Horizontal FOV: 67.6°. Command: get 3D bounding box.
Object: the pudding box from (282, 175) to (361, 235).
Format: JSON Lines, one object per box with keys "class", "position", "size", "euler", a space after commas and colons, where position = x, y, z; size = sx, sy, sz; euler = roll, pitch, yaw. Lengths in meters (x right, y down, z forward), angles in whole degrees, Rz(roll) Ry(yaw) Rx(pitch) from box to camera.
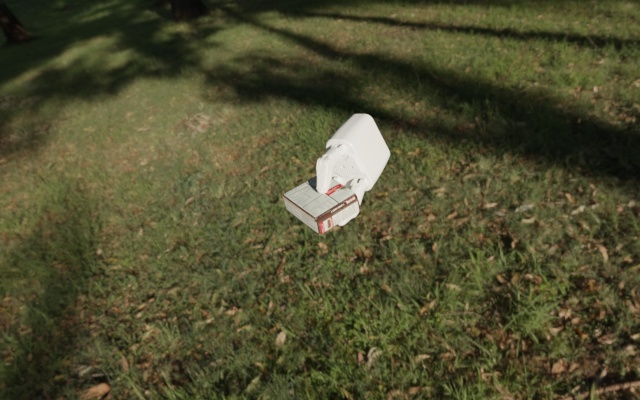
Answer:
{"class": "pudding box", "position": [0.000, 0.003, 0.824], "size": [0.090, 0.039, 0.113], "euler": [-31, 36, -20]}
